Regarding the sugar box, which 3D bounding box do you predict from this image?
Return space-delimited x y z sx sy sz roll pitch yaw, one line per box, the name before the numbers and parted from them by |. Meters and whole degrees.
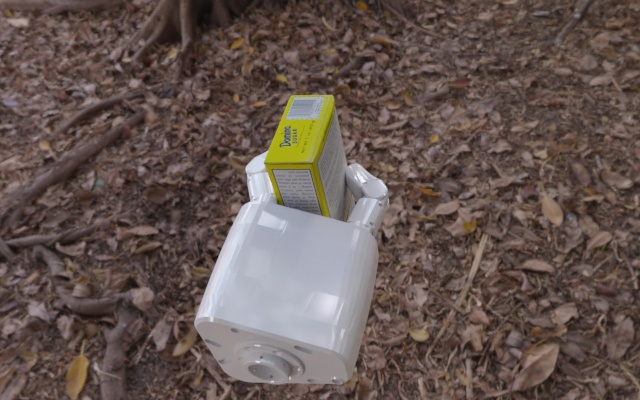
sugar box | -0.001 0.001 0.440 0.048 0.176 0.093 3 46 14
